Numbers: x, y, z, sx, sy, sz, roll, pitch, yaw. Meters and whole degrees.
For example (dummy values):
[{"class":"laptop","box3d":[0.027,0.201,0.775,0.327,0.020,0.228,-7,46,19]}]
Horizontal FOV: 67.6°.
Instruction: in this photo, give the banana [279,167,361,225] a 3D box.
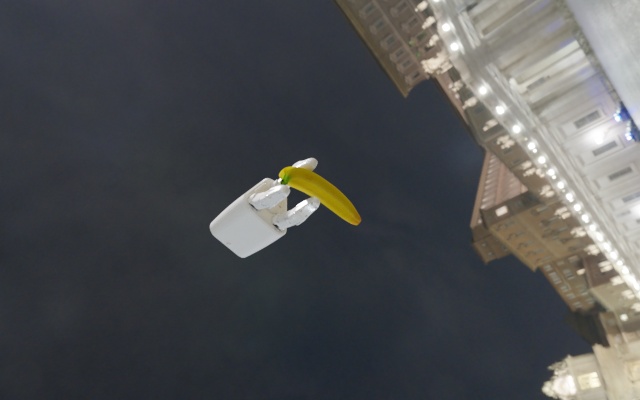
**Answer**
[{"class":"banana","box3d":[-0.005,-0.013,0.816,0.037,0.069,0.198,-36,-43,29]}]
